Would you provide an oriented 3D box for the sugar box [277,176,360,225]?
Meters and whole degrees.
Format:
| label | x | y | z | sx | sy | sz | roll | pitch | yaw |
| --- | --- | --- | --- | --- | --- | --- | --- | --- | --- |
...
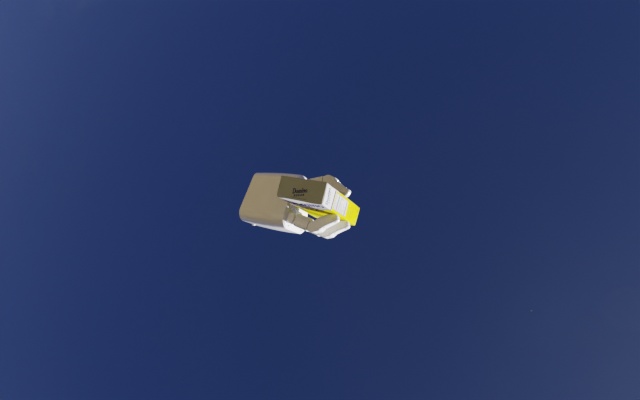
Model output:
| label | x | y | z | sx | sy | sz | roll | pitch | yaw |
| --- | --- | --- | --- | --- | --- | --- | --- | --- | --- |
| sugar box | 0.000 | 0.003 | 0.888 | 0.093 | 0.048 | 0.176 | 10 | -8 | 26 |
